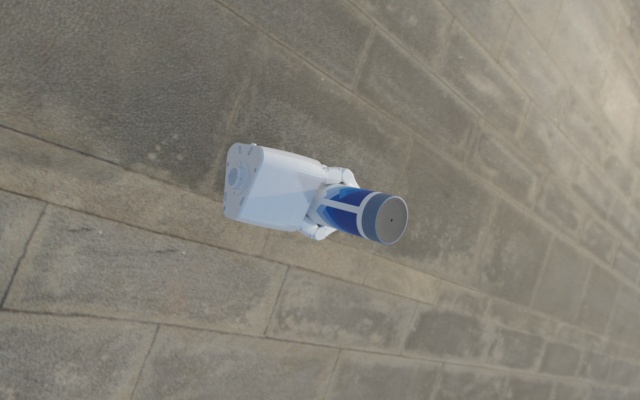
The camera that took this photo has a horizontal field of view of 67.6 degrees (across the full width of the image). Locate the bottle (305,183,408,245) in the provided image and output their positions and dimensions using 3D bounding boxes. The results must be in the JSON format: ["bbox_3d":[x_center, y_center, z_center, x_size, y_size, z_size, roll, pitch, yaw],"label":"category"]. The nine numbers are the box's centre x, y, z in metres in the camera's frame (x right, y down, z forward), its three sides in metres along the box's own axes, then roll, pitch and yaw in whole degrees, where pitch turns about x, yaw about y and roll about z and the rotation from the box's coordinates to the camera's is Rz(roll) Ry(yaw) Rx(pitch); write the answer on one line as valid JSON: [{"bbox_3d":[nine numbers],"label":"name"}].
[{"bbox_3d":[0.000,0.003,0.742,0.069,0.069,0.295,0,9,-41],"label":"bottle"}]
